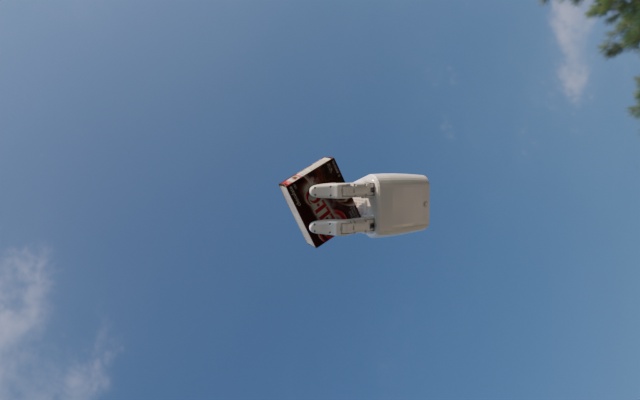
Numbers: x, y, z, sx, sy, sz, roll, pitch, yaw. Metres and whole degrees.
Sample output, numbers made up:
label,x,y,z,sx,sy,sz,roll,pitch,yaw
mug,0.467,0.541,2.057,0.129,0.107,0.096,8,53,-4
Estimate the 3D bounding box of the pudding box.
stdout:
label,x,y,z,sx,sy,sz,roll,pitch,yaw
pudding box,0.000,0.002,0.733,0.090,0.113,0.039,-33,18,-20
